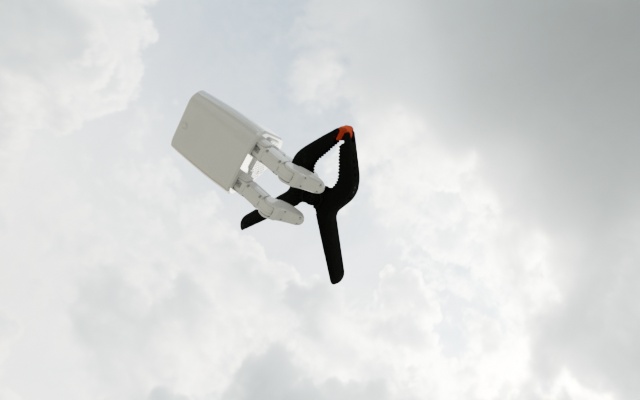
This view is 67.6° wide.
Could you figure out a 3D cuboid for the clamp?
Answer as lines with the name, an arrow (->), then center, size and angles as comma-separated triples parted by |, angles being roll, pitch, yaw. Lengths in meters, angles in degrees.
clamp -> 0.000, 0.001, 0.633 | 0.164, 0.210, 0.036 | 35, 23, 7
